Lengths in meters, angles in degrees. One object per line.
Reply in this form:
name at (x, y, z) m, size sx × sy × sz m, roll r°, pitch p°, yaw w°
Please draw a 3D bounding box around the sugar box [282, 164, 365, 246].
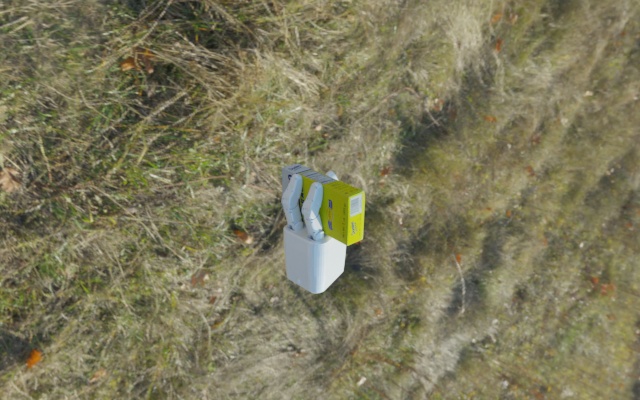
sugar box at (0.000, 0.003, 0.841) m, size 0.048 × 0.093 × 0.176 m, roll -20°, pitch 30°, yaw -40°
